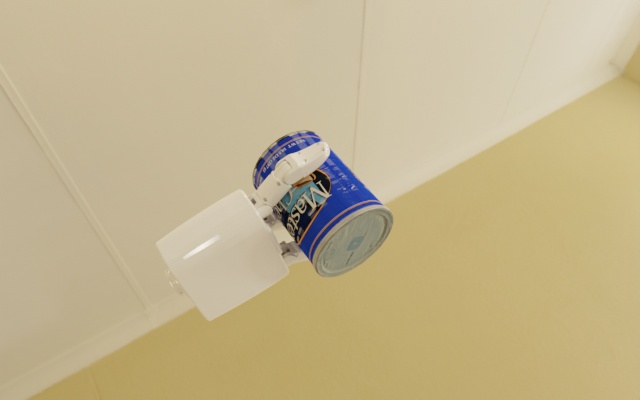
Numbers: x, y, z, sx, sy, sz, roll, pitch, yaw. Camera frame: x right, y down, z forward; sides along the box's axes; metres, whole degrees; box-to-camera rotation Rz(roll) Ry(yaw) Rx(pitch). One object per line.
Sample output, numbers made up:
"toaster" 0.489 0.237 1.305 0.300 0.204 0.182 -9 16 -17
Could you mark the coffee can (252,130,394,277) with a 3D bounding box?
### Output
"coffee can" 0.000 0.002 0.546 0.103 0.103 0.140 0 41 -46
